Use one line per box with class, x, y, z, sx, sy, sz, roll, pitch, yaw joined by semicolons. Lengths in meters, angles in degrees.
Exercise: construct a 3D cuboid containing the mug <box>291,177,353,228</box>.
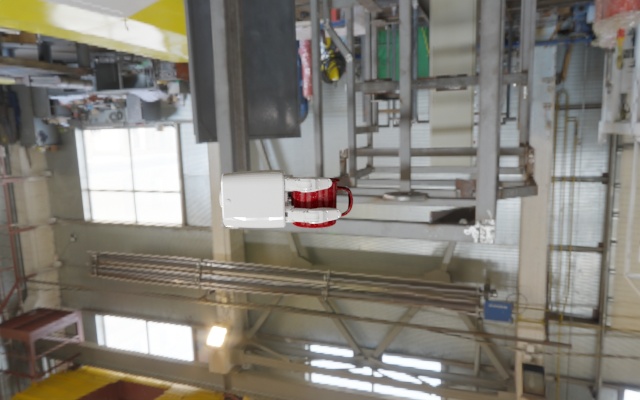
mug;0.002;0.003;0.859;0.117;0.081;0.093;-1;9;-1
